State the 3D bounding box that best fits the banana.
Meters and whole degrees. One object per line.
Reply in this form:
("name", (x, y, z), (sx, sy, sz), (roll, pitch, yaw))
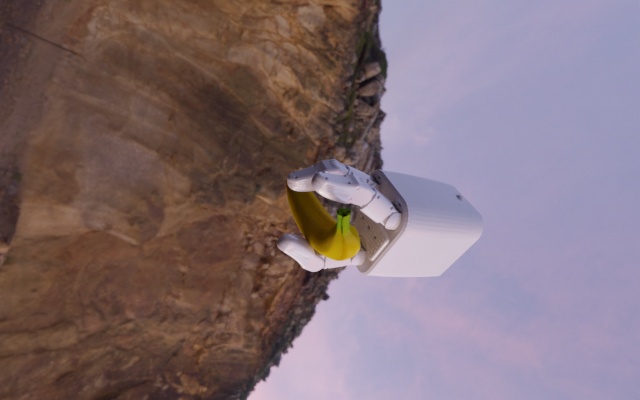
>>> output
("banana", (0.002, 0.021, 0.511), (0.037, 0.070, 0.197), (-7, 14, -18))
